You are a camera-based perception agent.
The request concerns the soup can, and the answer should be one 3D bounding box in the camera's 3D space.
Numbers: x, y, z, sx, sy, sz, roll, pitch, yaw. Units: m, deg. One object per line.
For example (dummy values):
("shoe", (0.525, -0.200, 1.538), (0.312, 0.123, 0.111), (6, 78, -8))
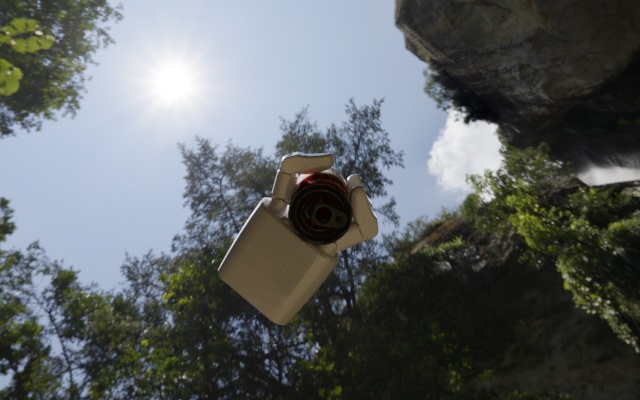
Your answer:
("soup can", (0.000, 0.001, 0.548), (0.068, 0.068, 0.102), (0, 16, 1))
